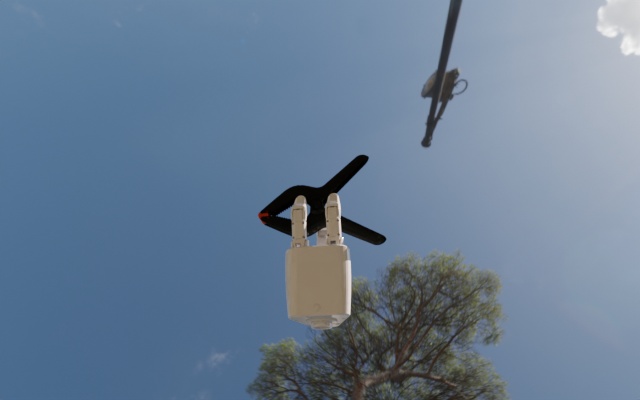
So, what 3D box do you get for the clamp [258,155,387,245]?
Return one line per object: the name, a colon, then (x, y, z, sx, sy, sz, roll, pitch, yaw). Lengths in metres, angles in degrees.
clamp: (0.000, 0.003, 0.810, 0.210, 0.164, 0.036, -4, -25, 6)
